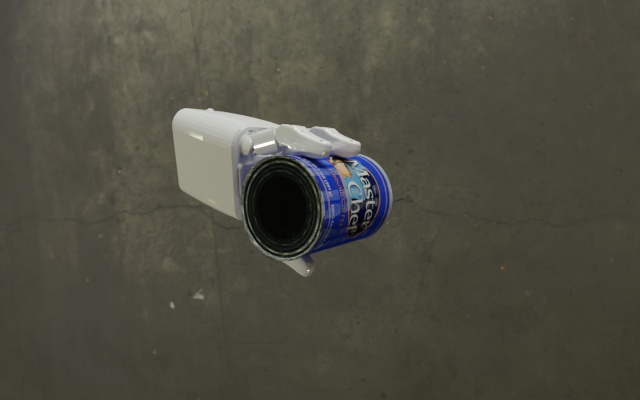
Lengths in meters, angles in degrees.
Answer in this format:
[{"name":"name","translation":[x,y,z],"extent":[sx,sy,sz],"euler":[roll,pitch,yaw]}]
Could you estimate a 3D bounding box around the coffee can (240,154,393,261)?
[{"name":"coffee can","translation":[0.000,0.002,0.510],"extent":[0.103,0.103,0.140],"euler":[0,5,35]}]
